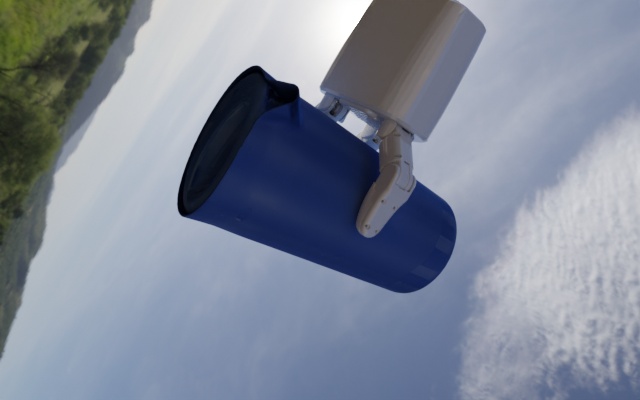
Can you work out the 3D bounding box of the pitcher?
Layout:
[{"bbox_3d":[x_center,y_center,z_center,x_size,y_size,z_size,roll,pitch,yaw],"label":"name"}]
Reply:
[{"bbox_3d":[0.000,0.001,0.440,0.243,0.145,0.149,28,3,-28],"label":"pitcher"}]
